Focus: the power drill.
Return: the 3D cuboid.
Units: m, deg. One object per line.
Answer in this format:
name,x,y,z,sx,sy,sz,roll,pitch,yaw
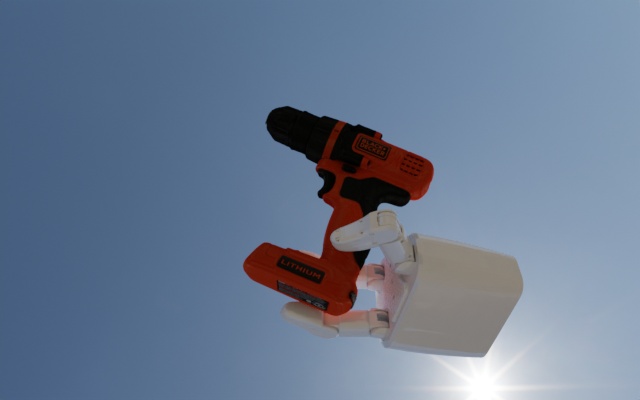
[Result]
power drill,0.000,0.002,0.468,0.184,0.187,0.057,22,-24,10
